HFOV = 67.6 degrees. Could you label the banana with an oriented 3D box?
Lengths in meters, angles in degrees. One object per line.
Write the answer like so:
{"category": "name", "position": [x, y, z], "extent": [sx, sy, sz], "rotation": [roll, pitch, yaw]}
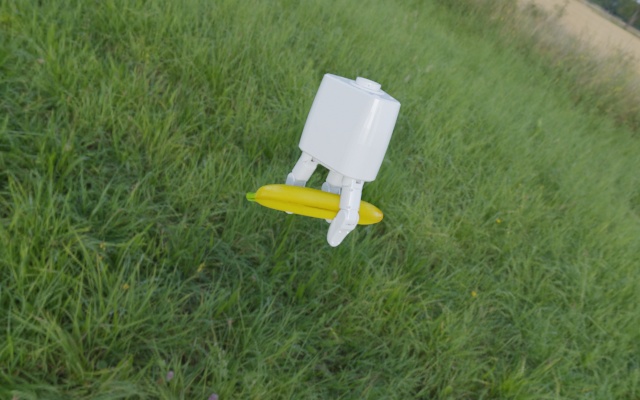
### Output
{"category": "banana", "position": [0.000, 0.004, 0.651], "extent": [0.198, 0.037, 0.069], "rotation": [11, 5, -10]}
